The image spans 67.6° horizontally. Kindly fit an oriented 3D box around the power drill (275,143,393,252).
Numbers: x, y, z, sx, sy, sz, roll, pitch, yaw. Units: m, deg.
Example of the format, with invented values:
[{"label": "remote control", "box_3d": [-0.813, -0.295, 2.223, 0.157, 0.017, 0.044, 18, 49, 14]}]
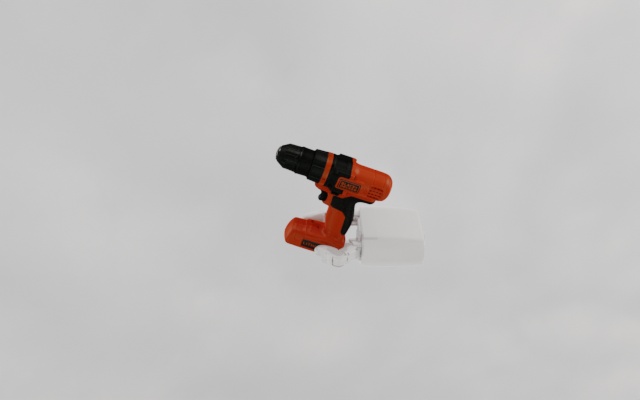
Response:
[{"label": "power drill", "box_3d": [0.000, 0.003, 0.772, 0.184, 0.188, 0.057, 19, 43, -6]}]
